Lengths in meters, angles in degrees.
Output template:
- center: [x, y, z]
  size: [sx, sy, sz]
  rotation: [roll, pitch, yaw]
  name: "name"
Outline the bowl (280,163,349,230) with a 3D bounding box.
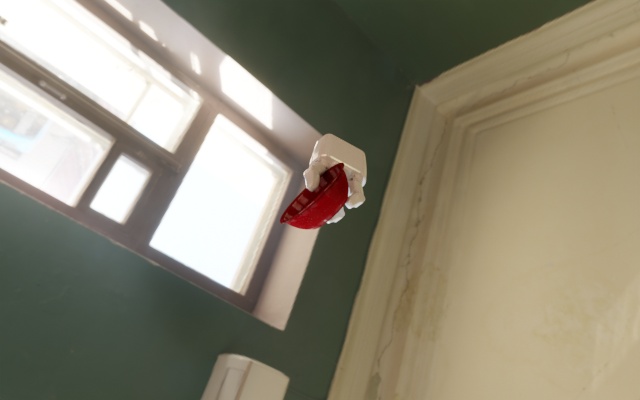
- center: [0.000, 0.004, 0.892]
  size: [0.162, 0.055, 0.162]
  rotation: [-41, 11, 10]
  name: "bowl"
